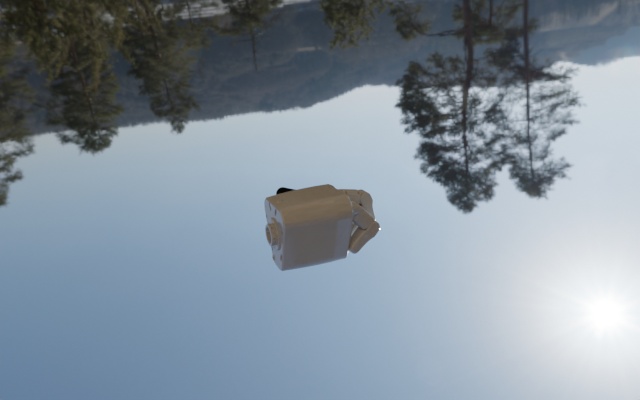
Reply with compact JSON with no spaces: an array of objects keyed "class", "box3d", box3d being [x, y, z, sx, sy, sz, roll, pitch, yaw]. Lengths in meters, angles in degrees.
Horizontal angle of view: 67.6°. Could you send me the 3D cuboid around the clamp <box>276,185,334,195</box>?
[{"class":"clamp","box3d":[0.000,0.003,0.818,0.120,0.039,0.171,-8,16,-22]}]
